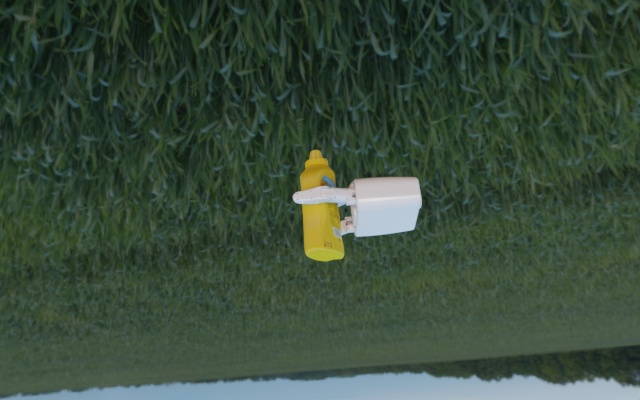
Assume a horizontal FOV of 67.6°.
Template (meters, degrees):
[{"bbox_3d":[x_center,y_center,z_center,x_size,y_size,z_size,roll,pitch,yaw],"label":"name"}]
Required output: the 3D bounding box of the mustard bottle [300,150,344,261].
[{"bbox_3d":[0.000,0.003,0.819,0.058,0.191,0.096,-13,-20,21],"label":"mustard bottle"}]
